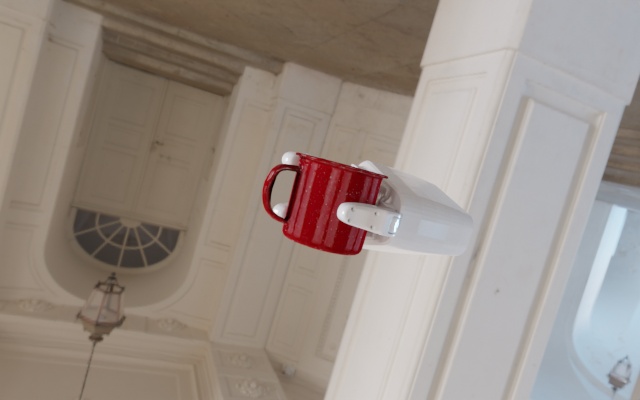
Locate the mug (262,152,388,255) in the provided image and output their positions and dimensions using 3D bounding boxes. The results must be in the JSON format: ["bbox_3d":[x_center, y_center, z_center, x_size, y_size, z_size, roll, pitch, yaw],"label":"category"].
[{"bbox_3d":[-0.001,0.001,0.460,0.117,0.081,0.093,13,5,-26],"label":"mug"}]
